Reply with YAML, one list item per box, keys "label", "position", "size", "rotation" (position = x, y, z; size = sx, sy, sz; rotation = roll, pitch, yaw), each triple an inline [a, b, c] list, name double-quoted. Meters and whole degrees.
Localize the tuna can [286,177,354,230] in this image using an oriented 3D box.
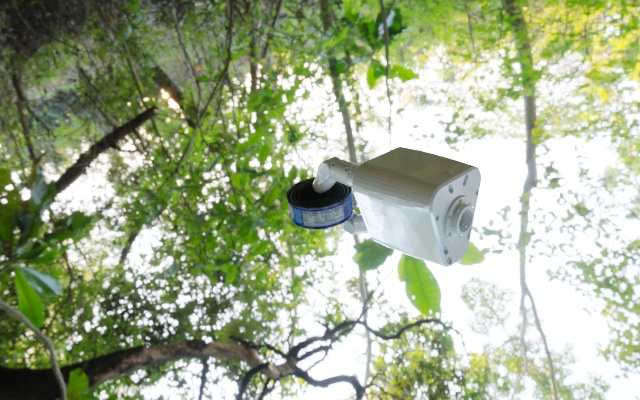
- label: "tuna can"
  position: [0.000, 0.003, 0.624]
  size: [0.086, 0.034, 0.086]
  rotation: [-6, 29, 3]
